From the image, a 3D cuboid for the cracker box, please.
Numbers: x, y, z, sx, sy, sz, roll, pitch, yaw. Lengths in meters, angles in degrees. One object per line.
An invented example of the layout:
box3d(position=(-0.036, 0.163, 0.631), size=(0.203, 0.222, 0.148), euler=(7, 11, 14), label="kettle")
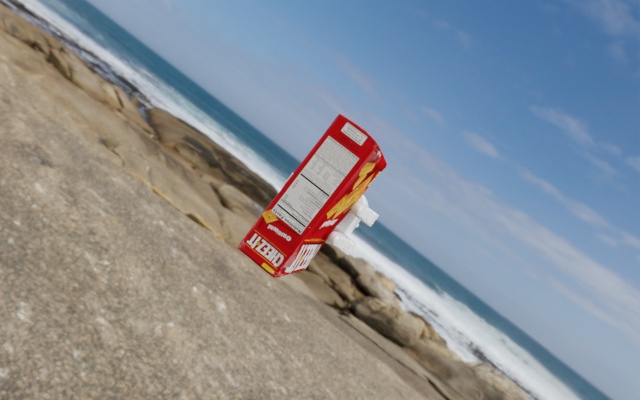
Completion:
box3d(position=(0.000, 0.002, 0.661), size=(0.072, 0.214, 0.164), euler=(38, 3, 12), label="cracker box")
